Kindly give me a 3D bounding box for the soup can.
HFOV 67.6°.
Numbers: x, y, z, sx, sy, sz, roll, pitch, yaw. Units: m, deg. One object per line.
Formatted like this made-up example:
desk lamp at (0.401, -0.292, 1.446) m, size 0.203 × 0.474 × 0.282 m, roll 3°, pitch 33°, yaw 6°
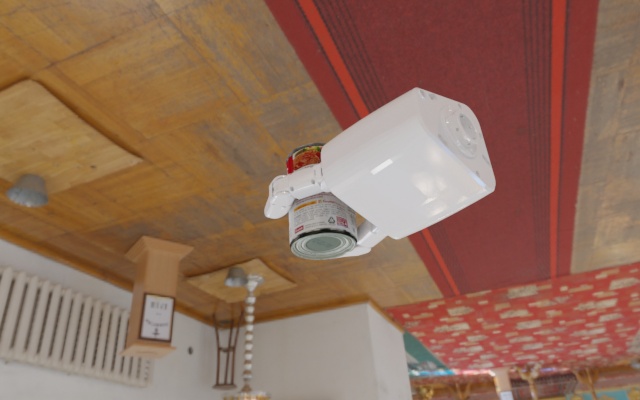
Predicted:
soup can at (0.000, 0.002, 0.491) m, size 0.068 × 0.102 × 0.068 m, roll -3°, pitch -29°, yaw -2°
